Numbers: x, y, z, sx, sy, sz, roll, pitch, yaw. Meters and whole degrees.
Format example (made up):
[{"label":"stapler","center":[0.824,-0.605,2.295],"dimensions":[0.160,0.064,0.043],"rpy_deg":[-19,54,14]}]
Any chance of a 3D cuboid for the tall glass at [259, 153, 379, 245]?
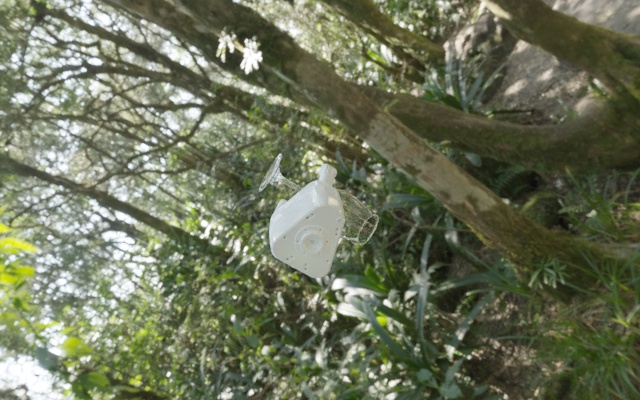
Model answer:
[{"label":"tall glass","center":[0.000,0.002,0.814],"dimensions":[0.201,0.079,0.079],"rpy_deg":[30,-8,-13]}]
